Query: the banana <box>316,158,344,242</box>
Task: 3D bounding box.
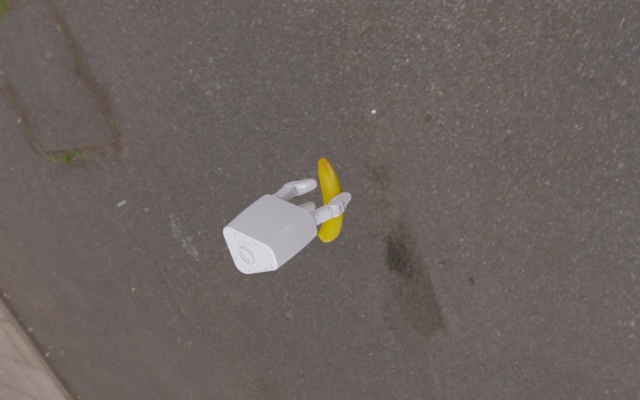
[{"bbox_3d":[0.014,0.014,0.883,0.069,0.198,0.037,31,47,25],"label":"banana"}]
